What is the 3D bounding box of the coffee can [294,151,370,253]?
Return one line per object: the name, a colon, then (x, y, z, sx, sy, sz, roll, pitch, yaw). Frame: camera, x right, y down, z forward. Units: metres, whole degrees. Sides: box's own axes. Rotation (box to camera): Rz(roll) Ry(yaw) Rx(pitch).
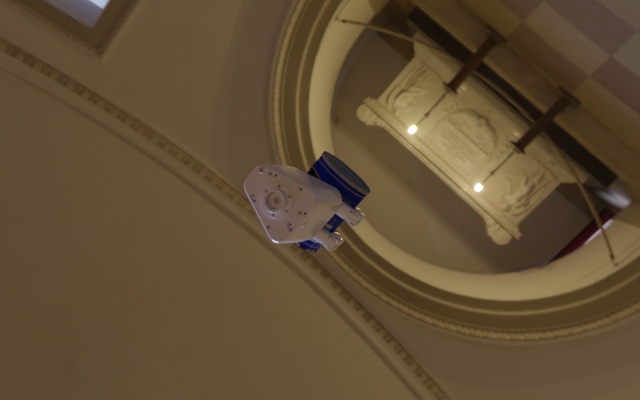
coffee can: (0.000, 0.002, 0.805, 0.103, 0.140, 0.102, 39, 13, -11)
